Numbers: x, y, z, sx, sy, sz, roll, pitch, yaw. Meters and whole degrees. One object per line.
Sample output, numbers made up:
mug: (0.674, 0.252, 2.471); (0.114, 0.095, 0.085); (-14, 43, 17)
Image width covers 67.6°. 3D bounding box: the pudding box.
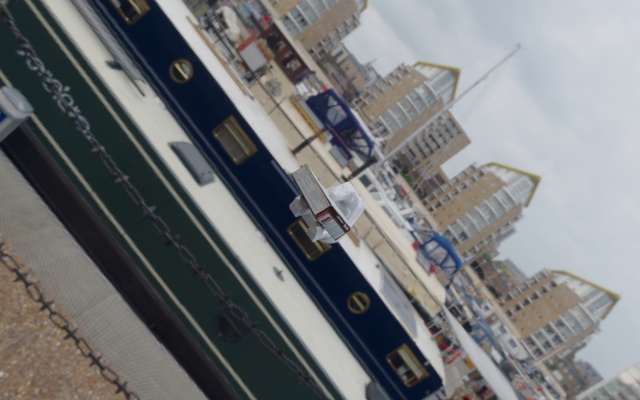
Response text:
pudding box: (0.000, 0.003, 0.825); (0.039, 0.113, 0.090); (-36, -40, 4)
